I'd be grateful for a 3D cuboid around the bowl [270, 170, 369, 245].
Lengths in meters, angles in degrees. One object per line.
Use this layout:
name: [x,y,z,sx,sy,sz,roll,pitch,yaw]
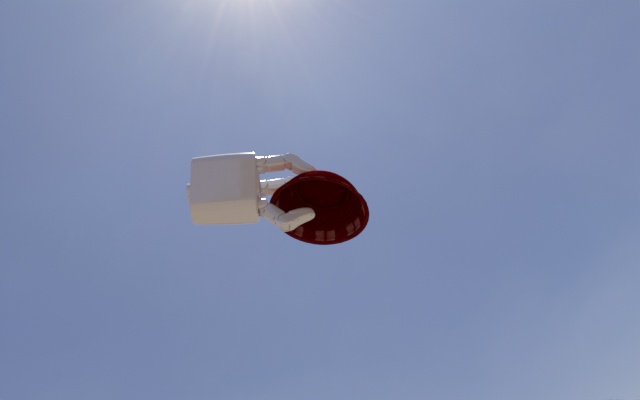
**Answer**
bowl: [0.001,0.003,0.783,0.162,0.055,0.162,4,-43,4]
